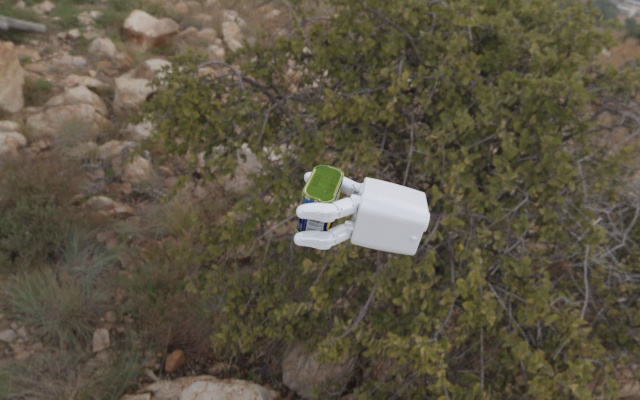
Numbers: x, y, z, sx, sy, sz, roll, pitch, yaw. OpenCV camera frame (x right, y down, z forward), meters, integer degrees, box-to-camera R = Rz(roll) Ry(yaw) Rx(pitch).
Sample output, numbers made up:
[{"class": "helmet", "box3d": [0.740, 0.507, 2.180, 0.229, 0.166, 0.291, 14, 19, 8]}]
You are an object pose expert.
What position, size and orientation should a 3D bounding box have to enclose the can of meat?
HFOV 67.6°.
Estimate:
[{"class": "can of meat", "box3d": [0.000, 0.002, 0.775, 0.057, 0.084, 0.102, 15, 39, 6]}]
